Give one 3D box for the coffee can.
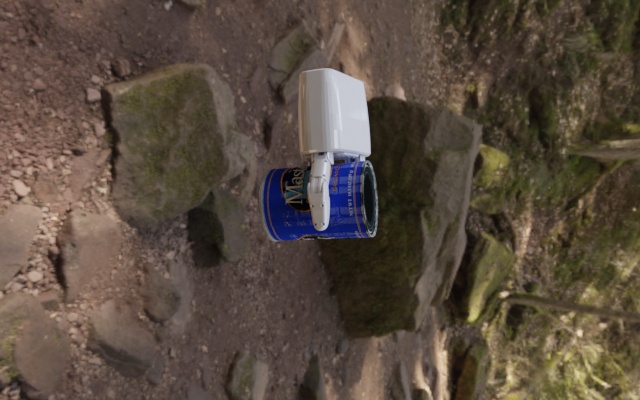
[{"bbox_3d":[0.000,0.002,0.650,0.140,0.103,0.103,-4,-1,17],"label":"coffee can"}]
